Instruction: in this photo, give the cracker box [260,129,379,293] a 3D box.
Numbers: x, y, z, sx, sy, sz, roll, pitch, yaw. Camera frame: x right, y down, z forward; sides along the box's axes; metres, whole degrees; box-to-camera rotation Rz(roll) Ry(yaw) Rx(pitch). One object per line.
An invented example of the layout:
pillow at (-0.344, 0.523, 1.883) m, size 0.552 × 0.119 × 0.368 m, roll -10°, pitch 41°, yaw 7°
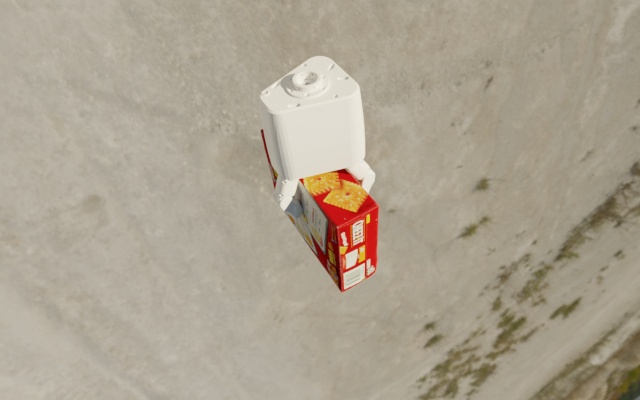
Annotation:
cracker box at (0.000, 0.002, 0.698) m, size 0.072 × 0.213 × 0.164 m, roll -26°, pitch -37°, yaw -16°
